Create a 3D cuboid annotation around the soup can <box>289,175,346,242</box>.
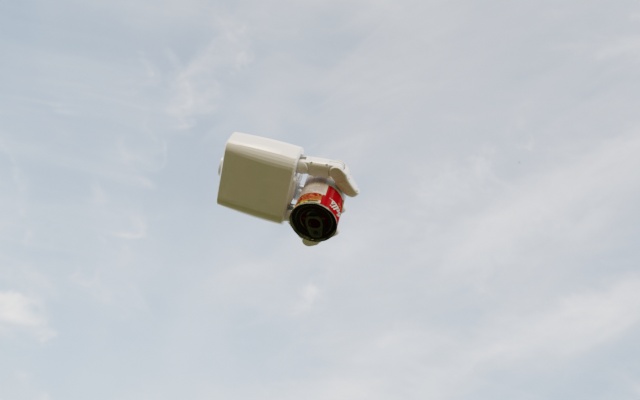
[{"bbox_3d":[0.001,0.002,0.694,0.068,0.068,0.102,0,35,15],"label":"soup can"}]
